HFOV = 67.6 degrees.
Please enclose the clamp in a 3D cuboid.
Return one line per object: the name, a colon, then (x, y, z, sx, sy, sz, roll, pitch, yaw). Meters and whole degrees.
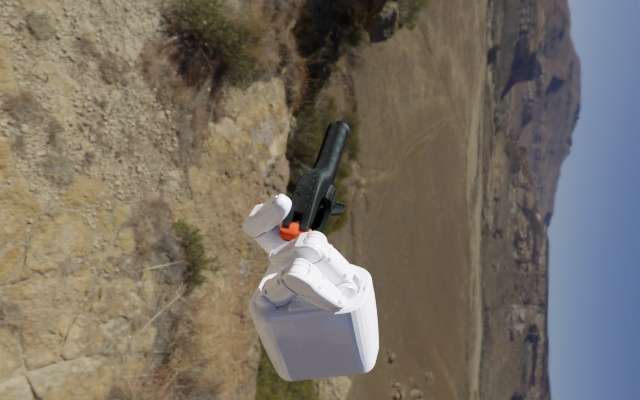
clamp: (0.001, 0.002, 0.521, 0.039, 0.120, 0.171, 6, 39, 20)
